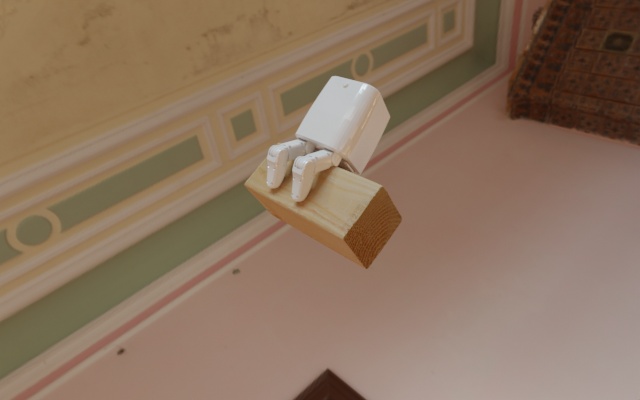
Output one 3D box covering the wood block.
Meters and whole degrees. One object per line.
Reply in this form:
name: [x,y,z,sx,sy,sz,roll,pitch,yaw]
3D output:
wood block: [0.000,0.002,0.688,0.206,0.090,0.091,27,-16,40]
